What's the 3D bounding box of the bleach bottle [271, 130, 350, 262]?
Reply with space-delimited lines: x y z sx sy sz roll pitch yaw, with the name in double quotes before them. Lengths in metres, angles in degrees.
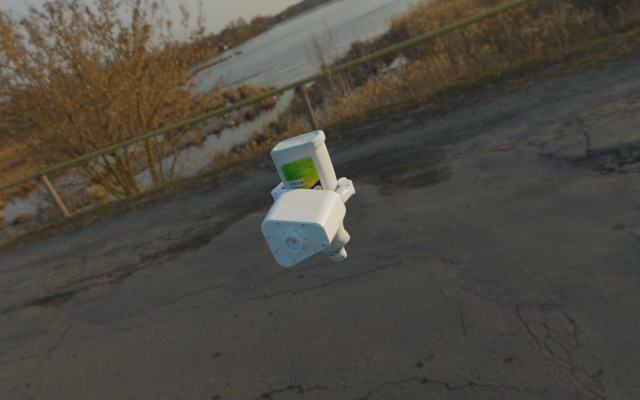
"bleach bottle" 0.000 0.003 0.888 0.102 0.251 0.068 -13 24 24
